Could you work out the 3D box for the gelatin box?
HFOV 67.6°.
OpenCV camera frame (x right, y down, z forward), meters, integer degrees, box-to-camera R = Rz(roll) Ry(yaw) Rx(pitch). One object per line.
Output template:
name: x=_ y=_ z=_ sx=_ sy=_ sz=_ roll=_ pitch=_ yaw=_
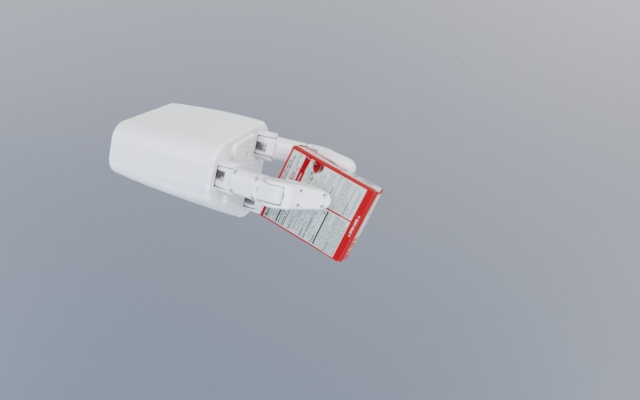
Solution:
gelatin box: x=0.000 y=0.002 z=0.430 sx=0.089 sy=0.073 sz=0.030 roll=30 pitch=14 yaw=15
